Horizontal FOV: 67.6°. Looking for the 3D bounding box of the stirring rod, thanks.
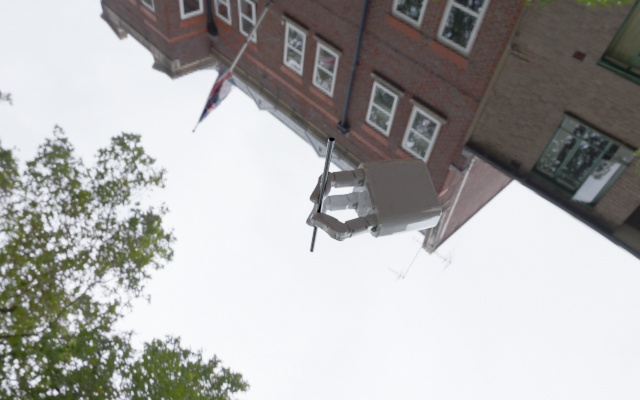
[{"bbox_3d":[0.000,0.002,0.695,0.011,0.011,0.240,0,-42,-9],"label":"stirring rod"}]
